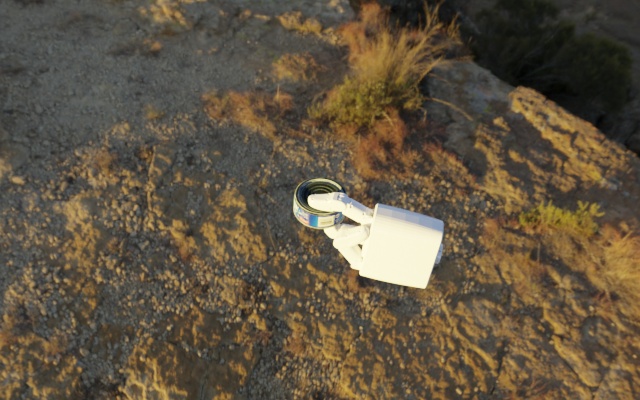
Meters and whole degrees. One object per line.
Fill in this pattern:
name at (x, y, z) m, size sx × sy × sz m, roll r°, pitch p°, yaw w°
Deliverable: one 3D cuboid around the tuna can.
tuna can at (0.000, 0.002, 0.758) m, size 0.086 × 0.086 × 0.034 m, roll 0°, pitch -44°, yaw -4°
